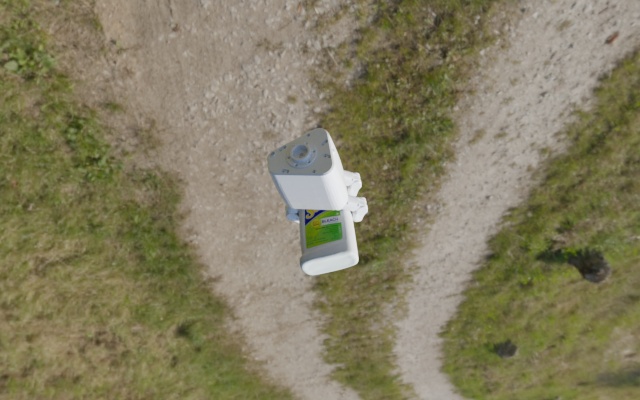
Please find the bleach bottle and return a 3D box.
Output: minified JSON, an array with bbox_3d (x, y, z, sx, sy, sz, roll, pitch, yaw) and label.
[{"bbox_3d":[0.000,0.003,0.869,0.102,0.250,0.068,-14,-32,8],"label":"bleach bottle"}]
